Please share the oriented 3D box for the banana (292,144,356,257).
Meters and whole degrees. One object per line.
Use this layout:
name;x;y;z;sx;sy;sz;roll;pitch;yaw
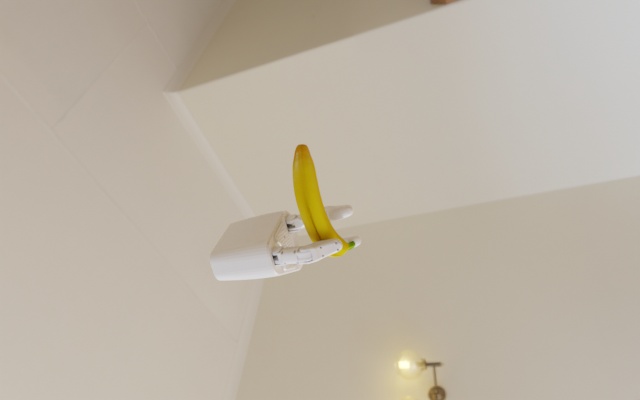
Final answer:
banana;-0.003;0.016;0.690;0.037;0.198;0.069;-9;34;25
